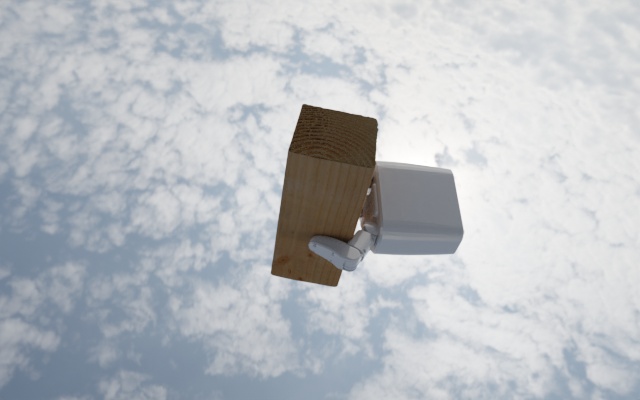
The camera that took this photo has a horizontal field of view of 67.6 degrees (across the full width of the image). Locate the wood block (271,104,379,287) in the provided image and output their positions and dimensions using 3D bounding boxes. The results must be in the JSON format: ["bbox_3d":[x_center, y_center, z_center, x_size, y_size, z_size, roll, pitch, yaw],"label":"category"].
[{"bbox_3d":[0.000,0.002,0.572,0.090,0.206,0.090,11,44,-1],"label":"wood block"}]
